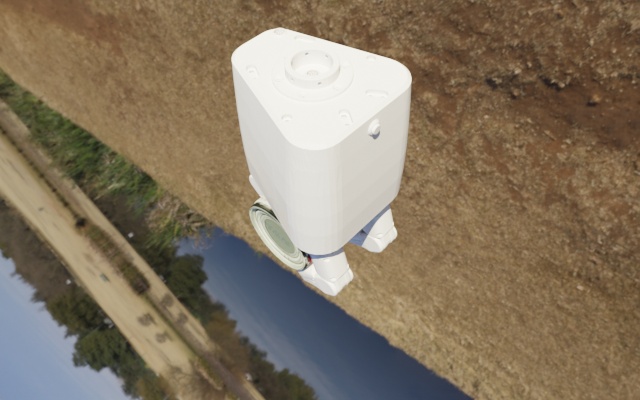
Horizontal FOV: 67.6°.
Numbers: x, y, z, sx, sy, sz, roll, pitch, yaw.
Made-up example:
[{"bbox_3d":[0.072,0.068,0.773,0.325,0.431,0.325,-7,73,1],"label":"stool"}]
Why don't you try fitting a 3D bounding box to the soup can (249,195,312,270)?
[{"bbox_3d":[0.000,0.002,0.401,0.102,0.068,0.068,-40,19,-25],"label":"soup can"}]
